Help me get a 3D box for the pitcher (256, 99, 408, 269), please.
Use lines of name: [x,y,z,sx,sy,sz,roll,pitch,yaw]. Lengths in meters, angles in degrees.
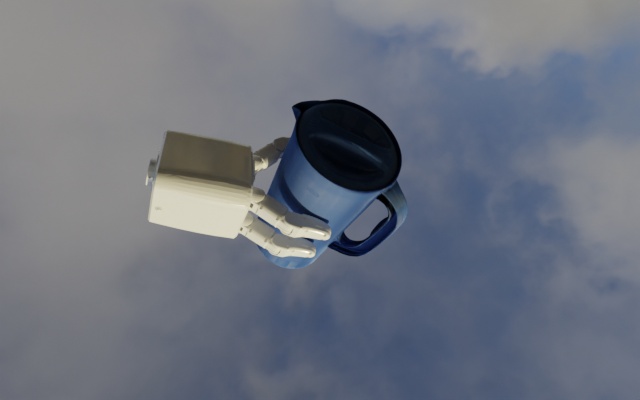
pitcher: [0.000,0.002,0.625,0.145,0.149,0.243,9,-35,-19]
